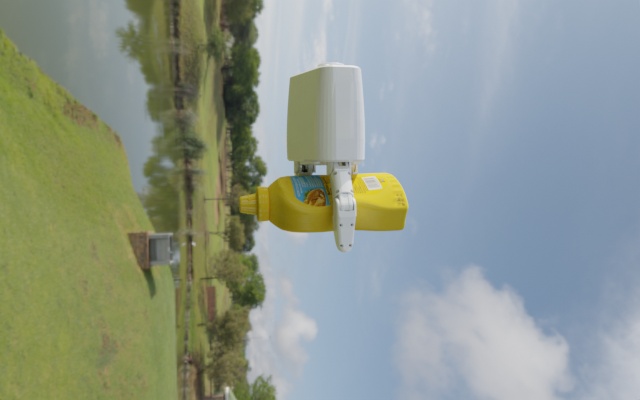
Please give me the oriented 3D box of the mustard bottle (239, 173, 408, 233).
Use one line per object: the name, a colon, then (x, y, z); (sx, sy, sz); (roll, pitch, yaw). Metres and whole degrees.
mustard bottle: (0.000, 0.002, 0.571); (0.191, 0.058, 0.096); (-1, 30, -11)
